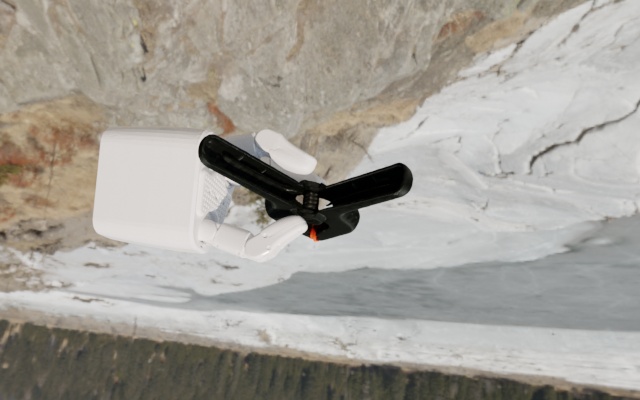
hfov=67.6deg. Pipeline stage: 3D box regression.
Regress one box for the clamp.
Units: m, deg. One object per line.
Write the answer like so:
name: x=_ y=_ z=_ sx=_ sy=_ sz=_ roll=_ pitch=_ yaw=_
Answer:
clamp: x=0.000 y=0.002 z=0.440 sx=0.164 sy=0.036 sz=0.210 roll=8 pitch=-18 yaw=12
